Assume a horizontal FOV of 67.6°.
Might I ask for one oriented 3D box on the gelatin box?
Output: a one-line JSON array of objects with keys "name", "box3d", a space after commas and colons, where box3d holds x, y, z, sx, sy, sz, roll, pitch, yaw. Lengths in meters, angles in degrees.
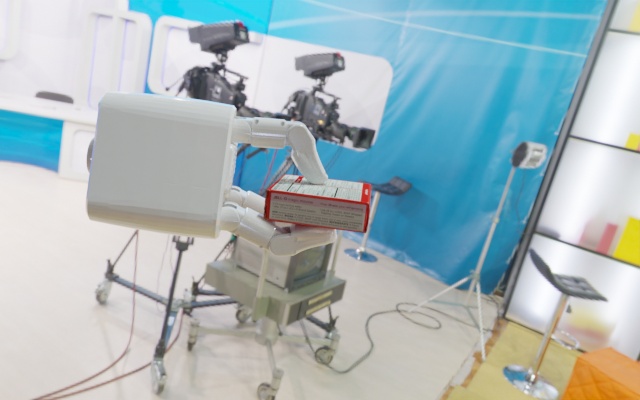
[{"name": "gelatin box", "box3d": [0.000, 0.001, 0.429, 0.089, 0.030, 0.073, 7, 14, 5]}]
